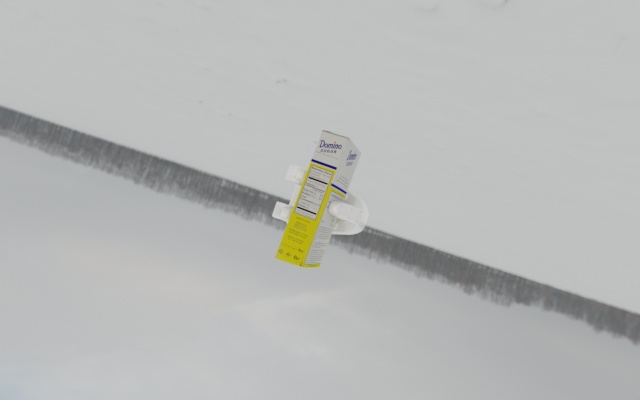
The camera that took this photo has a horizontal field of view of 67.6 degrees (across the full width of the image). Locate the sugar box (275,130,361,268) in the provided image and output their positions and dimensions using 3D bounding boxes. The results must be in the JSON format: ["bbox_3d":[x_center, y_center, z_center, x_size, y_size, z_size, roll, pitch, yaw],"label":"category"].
[{"bbox_3d":[0.000,0.002,0.644,0.048,0.176,0.093,18,-2,16],"label":"sugar box"}]
